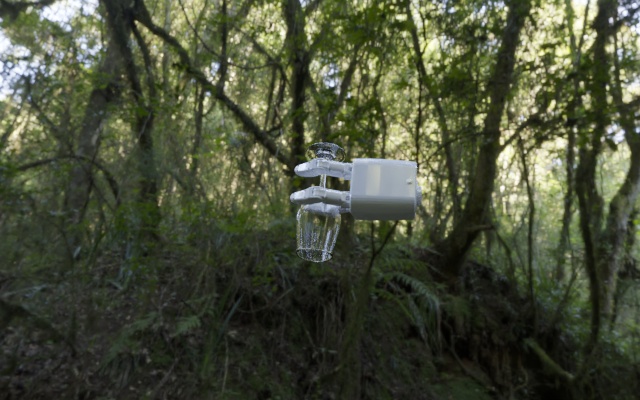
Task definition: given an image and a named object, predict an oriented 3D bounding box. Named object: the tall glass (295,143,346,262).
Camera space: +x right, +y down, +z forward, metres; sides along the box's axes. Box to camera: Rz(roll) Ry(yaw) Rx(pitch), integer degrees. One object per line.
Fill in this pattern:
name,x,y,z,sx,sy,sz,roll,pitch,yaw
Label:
tall glass,0.000,0.002,0.835,0.079,0.201,0.079,6,-26,3
